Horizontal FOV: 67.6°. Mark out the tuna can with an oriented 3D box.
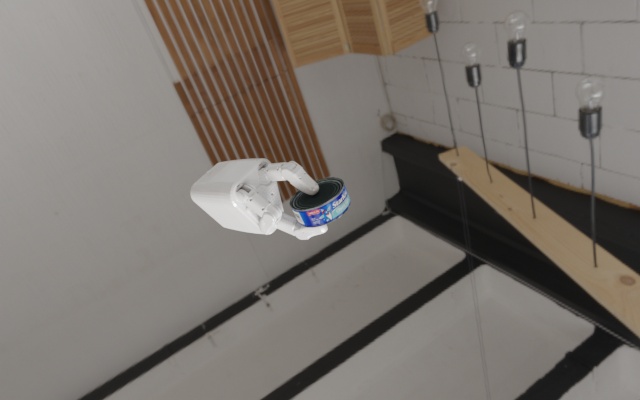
[{"bbox_3d":[0.000,0.003,0.702,0.086,0.034,0.086,-20,26,10],"label":"tuna can"}]
